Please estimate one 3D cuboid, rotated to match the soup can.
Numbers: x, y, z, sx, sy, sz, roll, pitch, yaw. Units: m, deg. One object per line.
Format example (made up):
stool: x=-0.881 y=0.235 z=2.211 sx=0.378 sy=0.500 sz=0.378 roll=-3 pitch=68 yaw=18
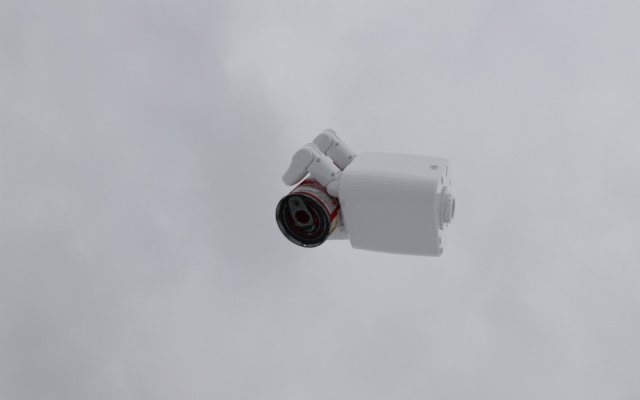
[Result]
soup can: x=0.000 y=0.002 z=0.568 sx=0.068 sy=0.068 sz=0.102 roll=0 pitch=25 yaw=26
